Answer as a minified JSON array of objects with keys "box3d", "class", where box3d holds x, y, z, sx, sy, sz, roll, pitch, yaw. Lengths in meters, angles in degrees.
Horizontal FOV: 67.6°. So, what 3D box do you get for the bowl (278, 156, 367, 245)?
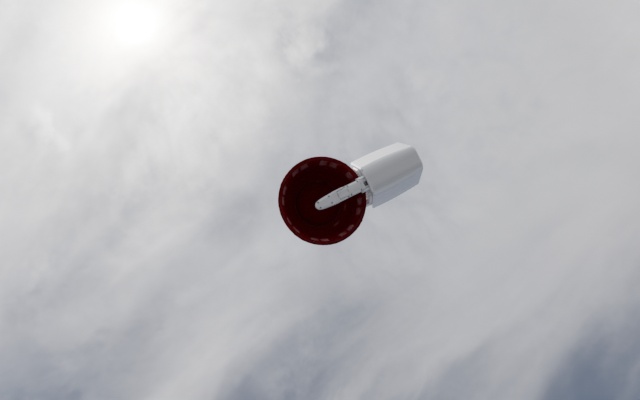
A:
[{"box3d":[-0.001,0.003,0.882,0.162,0.162,0.055,0,-7,-10],"class":"bowl"}]
